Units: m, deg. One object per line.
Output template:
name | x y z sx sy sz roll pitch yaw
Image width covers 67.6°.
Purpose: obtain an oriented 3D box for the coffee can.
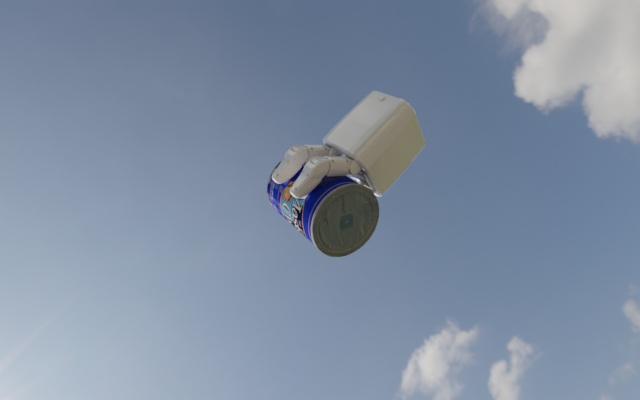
coffee can | 0.000 0.002 0.670 0.103 0.103 0.140 0 22 -33
